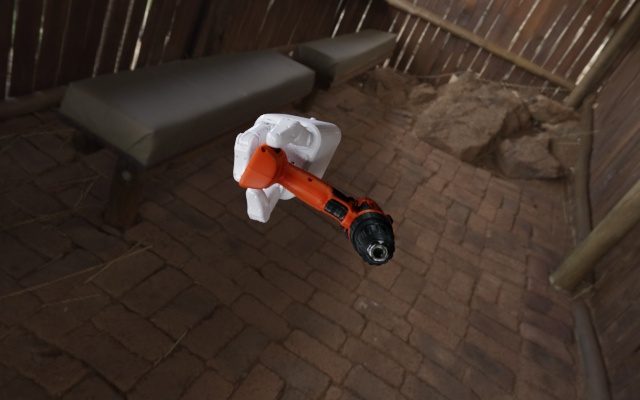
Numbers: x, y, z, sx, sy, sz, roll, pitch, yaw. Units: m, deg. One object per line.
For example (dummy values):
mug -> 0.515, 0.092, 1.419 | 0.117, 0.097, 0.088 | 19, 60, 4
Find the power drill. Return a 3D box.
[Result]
power drill -> 0.000, 0.002, 0.564 | 0.187, 0.057, 0.184 | 31, 8, -6
